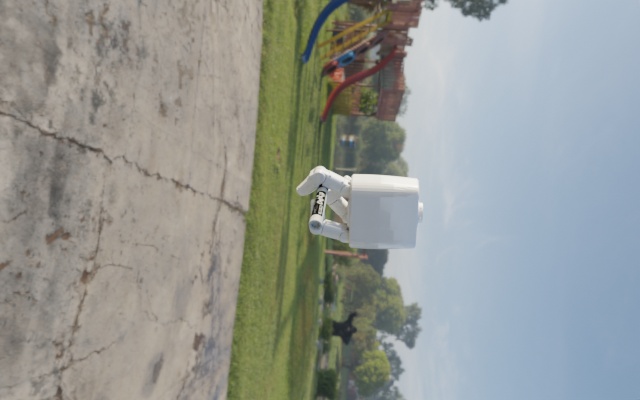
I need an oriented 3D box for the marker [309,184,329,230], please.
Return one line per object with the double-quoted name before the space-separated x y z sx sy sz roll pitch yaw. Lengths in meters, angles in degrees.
"marker" 0.000 0.002 0.730 0.020 0.020 0.121 0 33 8
